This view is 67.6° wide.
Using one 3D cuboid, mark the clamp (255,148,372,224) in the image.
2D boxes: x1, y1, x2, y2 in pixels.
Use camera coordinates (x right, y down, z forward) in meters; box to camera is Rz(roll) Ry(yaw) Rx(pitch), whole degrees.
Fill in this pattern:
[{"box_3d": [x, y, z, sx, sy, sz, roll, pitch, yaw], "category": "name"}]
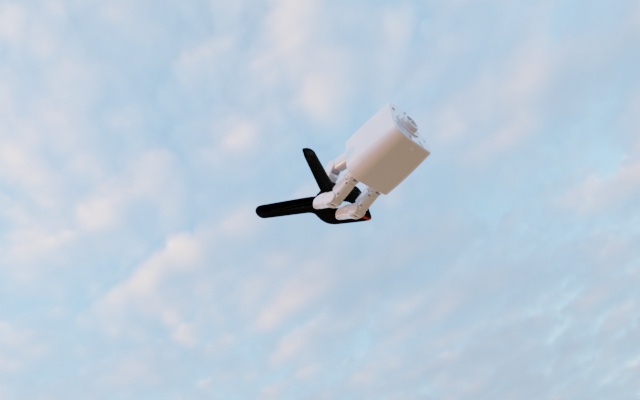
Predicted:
[{"box_3d": [0.001, 0.002, 0.852, 0.210, 0.036, 0.165, 26, -55, -36], "category": "clamp"}]
